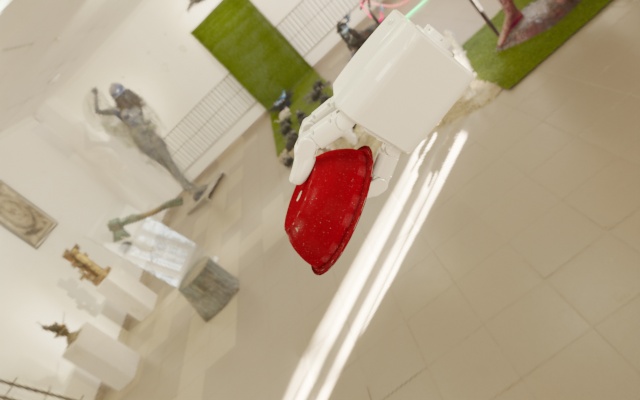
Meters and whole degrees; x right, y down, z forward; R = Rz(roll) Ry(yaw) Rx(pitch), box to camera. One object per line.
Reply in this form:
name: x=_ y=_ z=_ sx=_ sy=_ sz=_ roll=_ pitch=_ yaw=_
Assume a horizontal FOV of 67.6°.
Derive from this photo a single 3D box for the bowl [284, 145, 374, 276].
bowl: x=-0.001 y=0.003 z=0.555 sx=0.055 sy=0.162 sz=0.162 roll=21 pitch=-5 yaw=-12
